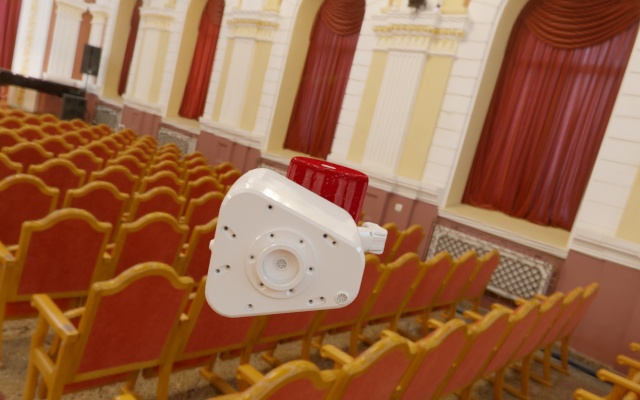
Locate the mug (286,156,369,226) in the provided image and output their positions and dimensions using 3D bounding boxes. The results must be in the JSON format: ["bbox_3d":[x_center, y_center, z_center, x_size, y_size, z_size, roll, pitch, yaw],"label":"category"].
[{"bbox_3d":[0.000,0.001,0.495,0.093,0.081,0.117,13,9,-5],"label":"mug"}]
